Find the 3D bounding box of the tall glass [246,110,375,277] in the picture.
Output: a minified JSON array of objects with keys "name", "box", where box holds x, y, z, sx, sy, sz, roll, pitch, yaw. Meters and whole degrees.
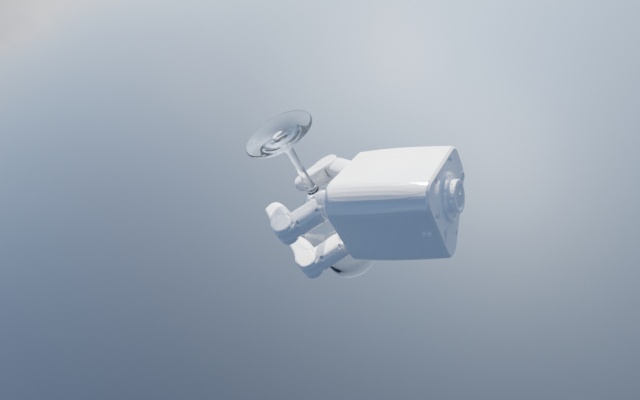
[{"name":"tall glass","box":[0.000,0.001,0.533,0.079,0.079,0.201,0,-44,35]}]
